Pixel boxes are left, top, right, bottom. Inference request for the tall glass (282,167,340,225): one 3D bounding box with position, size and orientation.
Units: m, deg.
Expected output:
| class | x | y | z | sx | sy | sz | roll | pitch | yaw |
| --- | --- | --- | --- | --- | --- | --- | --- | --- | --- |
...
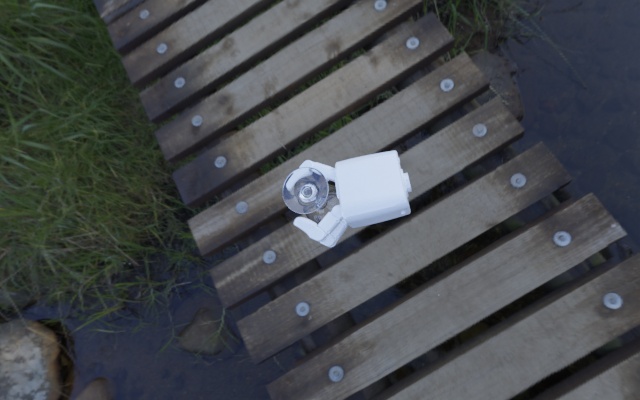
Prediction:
| class | x | y | z | sx | sy | sz | roll | pitch | yaw |
| --- | --- | --- | --- | --- | --- | --- | --- | --- | --- |
| tall glass | 0.000 | 0.003 | 0.832 | 0.079 | 0.079 | 0.201 | 0 | -11 | 14 |
